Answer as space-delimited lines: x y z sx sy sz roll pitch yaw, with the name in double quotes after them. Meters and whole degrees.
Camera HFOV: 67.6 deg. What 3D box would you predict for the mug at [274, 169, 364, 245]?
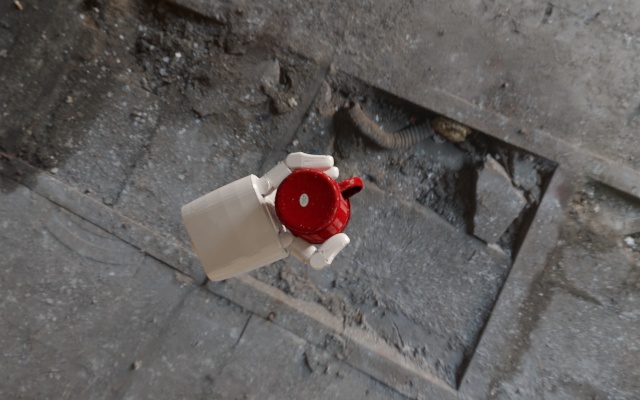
0.001 0.001 0.603 0.117 0.093 0.081 -23 -12 4 "mug"
